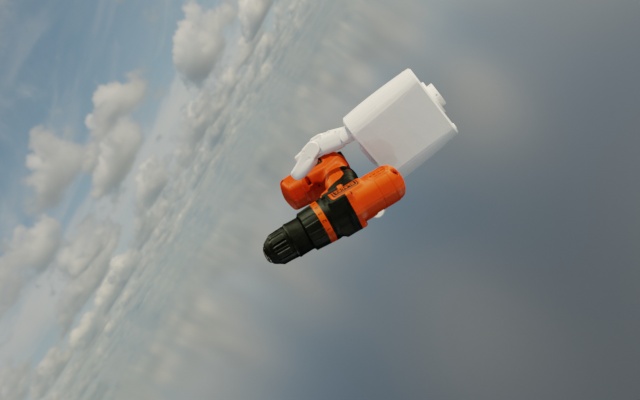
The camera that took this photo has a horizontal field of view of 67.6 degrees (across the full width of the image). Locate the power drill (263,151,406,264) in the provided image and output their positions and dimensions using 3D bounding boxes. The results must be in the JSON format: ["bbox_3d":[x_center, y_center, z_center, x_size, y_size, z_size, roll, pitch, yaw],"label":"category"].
[{"bbox_3d":[0.000,0.002,0.623,0.184,0.057,0.187,-28,21,-5],"label":"power drill"}]
